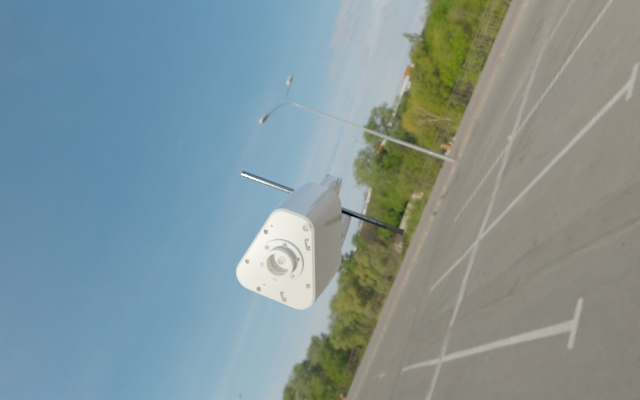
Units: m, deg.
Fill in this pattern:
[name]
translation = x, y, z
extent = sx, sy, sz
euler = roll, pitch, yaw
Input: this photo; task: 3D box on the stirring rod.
[stirring rod]
translation = 0.000, 0.002, 0.659
extent = 0.239, 0.011, 0.011
euler = 20, 4, 10
